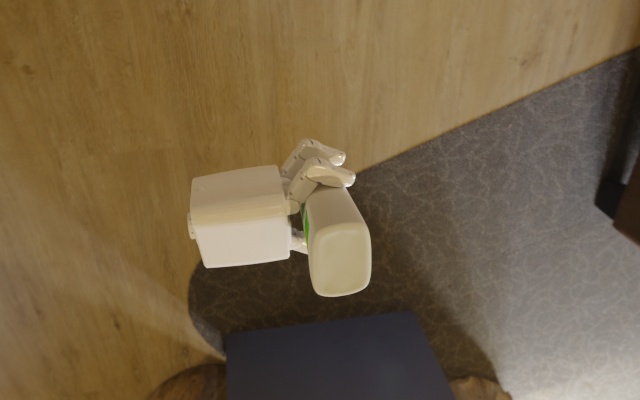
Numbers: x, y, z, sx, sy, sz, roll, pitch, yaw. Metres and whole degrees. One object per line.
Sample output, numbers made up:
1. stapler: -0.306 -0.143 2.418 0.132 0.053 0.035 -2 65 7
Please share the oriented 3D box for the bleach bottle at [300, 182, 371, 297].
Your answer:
1. bleach bottle: 0.000 0.002 0.613 0.068 0.103 0.250 -7 31 -8
